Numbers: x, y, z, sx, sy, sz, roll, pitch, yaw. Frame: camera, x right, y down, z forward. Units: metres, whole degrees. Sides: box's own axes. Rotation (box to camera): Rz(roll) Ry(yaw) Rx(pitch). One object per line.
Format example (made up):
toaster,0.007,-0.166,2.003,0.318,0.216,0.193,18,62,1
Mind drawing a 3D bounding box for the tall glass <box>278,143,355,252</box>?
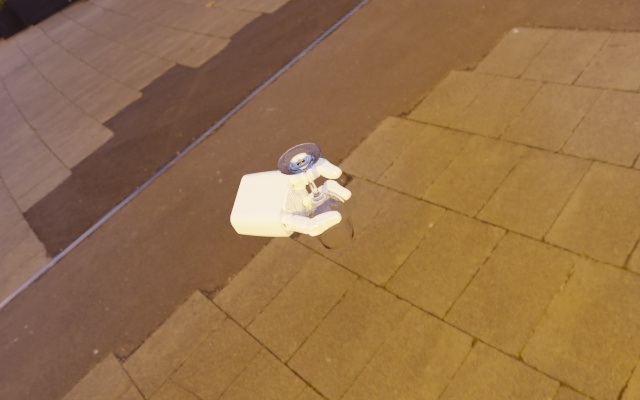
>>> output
tall glass,0.000,0.002,0.816,0.079,0.079,0.201,0,-44,29
